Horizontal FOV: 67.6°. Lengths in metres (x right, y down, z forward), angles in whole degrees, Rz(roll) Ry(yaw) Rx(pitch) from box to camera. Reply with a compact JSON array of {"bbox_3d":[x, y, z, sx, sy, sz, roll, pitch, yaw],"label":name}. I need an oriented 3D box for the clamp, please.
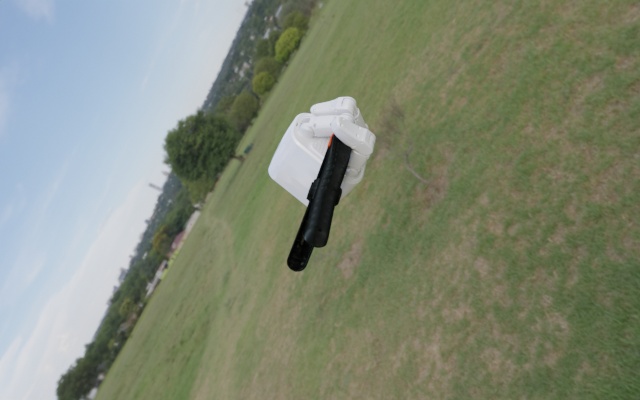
[{"bbox_3d":[0.000,0.001,0.561,0.039,0.171,0.120,26,-34,-10],"label":"clamp"}]
